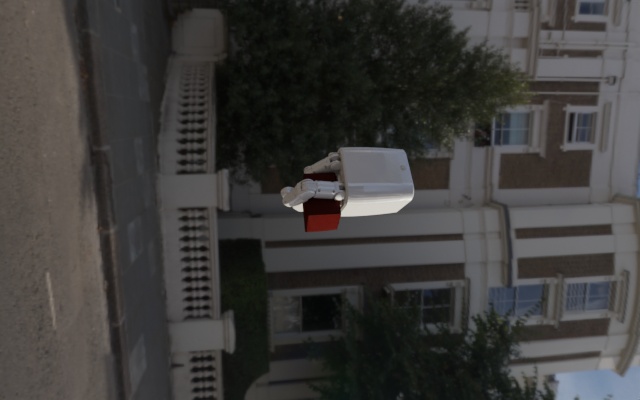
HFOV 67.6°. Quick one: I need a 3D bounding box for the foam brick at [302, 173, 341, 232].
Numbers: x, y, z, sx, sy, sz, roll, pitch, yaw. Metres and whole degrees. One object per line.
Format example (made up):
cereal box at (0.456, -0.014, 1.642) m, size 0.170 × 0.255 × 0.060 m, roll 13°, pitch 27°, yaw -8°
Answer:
foam brick at (0.000, 0.003, 0.739) m, size 0.051 × 0.078 × 0.053 m, roll -1°, pitch -31°, yaw -9°
